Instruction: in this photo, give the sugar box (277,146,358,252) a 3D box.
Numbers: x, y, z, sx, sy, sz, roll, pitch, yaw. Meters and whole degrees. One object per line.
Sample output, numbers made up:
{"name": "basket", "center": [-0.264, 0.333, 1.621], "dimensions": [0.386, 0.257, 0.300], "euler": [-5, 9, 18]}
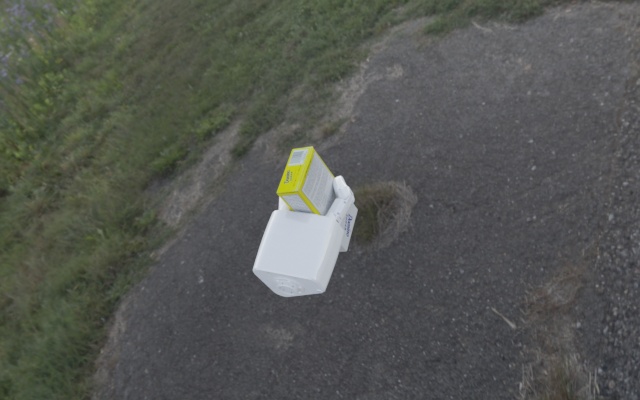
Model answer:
{"name": "sugar box", "center": [0.000, 0.003, 0.792], "dimensions": [0.048, 0.093, 0.176], "euler": [-3, -38, 29]}
